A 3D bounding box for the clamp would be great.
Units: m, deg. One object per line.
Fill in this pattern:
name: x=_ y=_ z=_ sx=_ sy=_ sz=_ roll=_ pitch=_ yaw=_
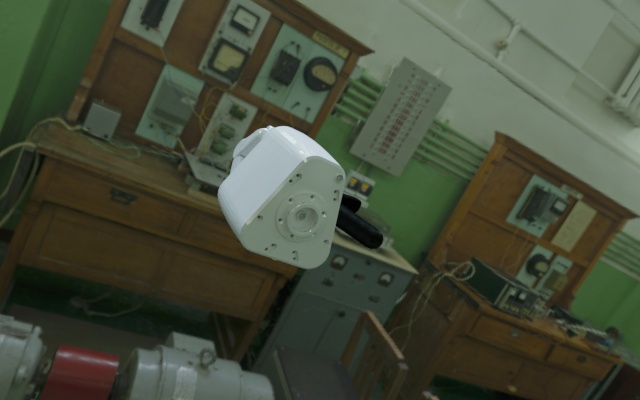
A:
clamp: x=0.000 y=0.001 z=0.577 sx=0.171 sy=0.039 sz=0.120 roll=22 pitch=11 yaw=-28
